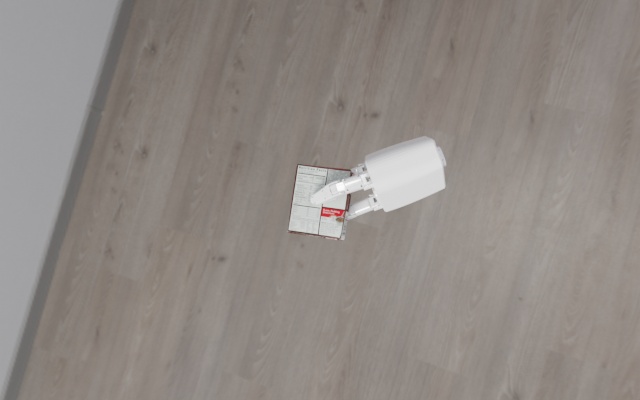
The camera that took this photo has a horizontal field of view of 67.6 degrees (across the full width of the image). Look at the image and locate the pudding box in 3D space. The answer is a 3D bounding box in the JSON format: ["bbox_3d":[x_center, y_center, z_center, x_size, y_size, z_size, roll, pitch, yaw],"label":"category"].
[{"bbox_3d":[0.000,0.002,0.759,0.090,0.113,0.039,8,-5,10],"label":"pudding box"}]
